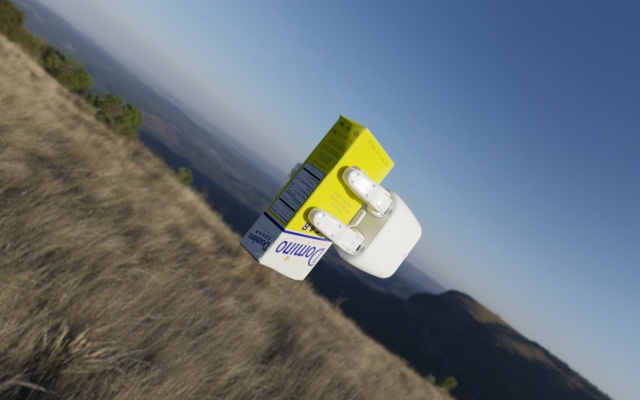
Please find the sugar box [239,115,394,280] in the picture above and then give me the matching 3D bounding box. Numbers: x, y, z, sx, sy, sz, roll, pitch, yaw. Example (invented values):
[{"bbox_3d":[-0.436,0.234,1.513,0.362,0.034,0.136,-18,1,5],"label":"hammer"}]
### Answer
[{"bbox_3d":[0.001,0.002,0.527,0.048,0.176,0.093,35,-1,35],"label":"sugar box"}]
